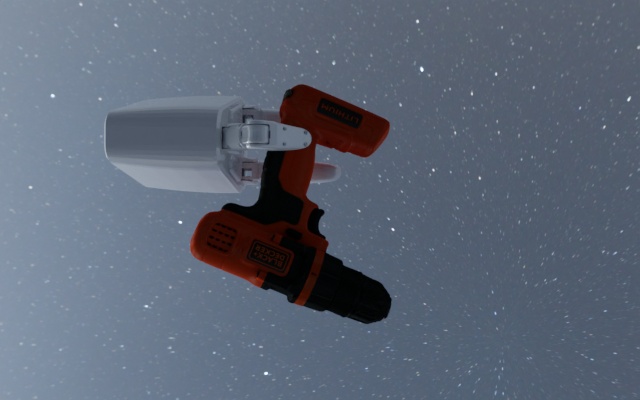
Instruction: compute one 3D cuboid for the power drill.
[{"bbox_3d":[0.000,0.001,0.437,0.184,0.187,0.057,23,-18,-7],"label":"power drill"}]
